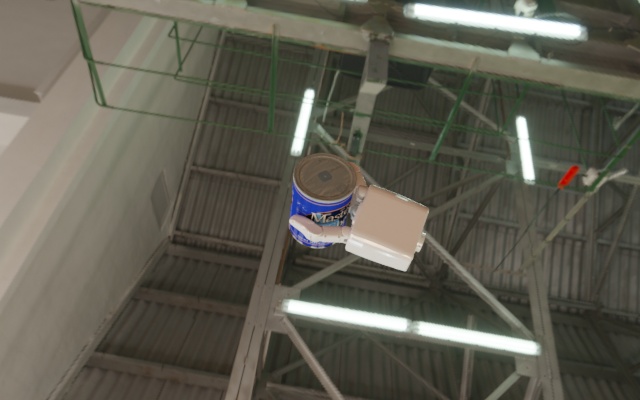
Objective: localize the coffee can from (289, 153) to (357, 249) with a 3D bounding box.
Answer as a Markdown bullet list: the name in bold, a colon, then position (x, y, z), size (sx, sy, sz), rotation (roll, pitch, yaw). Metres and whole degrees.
- **coffee can**: position (0.000, 0.003, 0.822), size (0.103, 0.102, 0.140), rotation (0, -37, -8)
